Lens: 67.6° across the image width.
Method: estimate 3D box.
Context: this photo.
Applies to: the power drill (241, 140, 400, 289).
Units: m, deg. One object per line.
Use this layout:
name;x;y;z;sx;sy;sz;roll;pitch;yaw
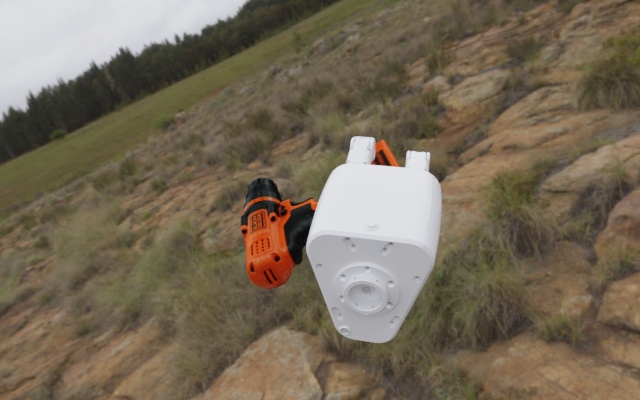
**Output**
power drill;0.001;0.002;0.533;0.187;0.057;0.184;-24;34;6
